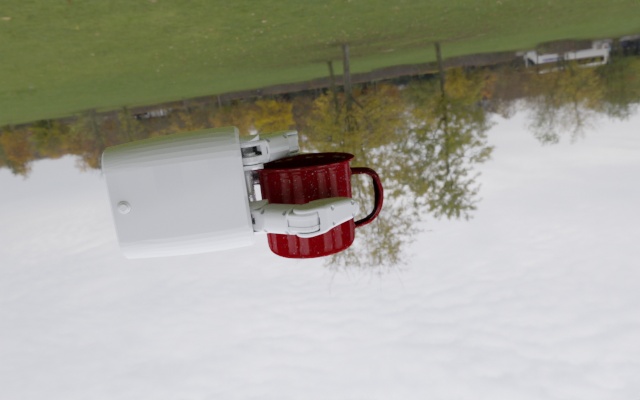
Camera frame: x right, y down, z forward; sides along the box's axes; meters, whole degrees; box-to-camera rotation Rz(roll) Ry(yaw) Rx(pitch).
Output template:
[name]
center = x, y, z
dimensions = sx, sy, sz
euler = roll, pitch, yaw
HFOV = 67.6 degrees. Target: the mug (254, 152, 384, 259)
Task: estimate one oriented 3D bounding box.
[mug]
center = 0.002, 0.001, 0.438
dimensions = 0.117, 0.081, 0.093
euler = -7, 13, -6
